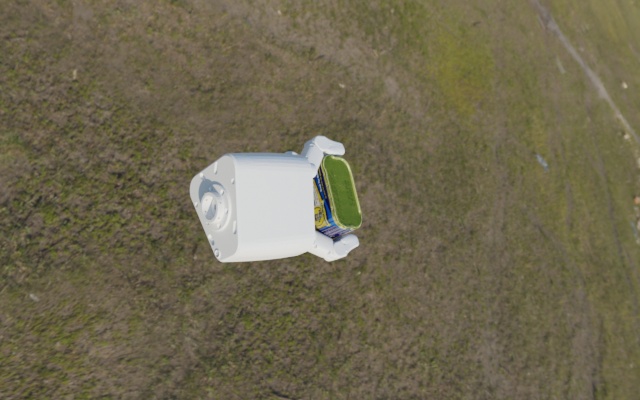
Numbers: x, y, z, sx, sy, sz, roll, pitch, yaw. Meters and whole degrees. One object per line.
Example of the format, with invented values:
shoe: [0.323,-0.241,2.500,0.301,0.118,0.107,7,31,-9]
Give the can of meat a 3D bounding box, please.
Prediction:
can of meat: [0.000,0.002,0.610,0.057,0.102,0.084,3,-21,-45]
